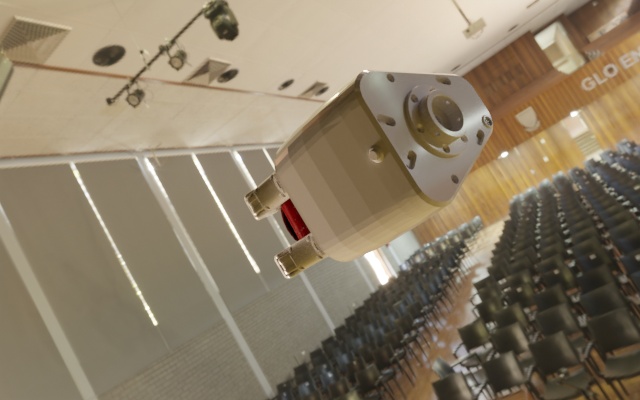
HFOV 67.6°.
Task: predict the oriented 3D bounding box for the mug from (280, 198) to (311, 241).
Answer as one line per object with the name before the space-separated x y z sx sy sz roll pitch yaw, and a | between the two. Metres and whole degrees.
mug | -0.001 0.002 0.446 0.093 0.081 0.117 -26 -6 -39
